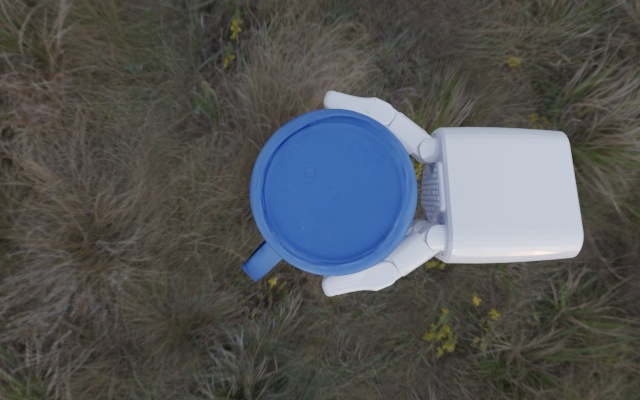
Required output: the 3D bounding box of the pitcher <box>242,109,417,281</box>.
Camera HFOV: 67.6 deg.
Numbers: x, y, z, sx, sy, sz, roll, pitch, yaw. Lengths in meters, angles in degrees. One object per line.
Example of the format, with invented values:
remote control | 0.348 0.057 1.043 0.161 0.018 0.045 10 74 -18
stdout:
pitcher | 0.000 0.001 0.416 0.145 0.149 0.243 1 1 0
